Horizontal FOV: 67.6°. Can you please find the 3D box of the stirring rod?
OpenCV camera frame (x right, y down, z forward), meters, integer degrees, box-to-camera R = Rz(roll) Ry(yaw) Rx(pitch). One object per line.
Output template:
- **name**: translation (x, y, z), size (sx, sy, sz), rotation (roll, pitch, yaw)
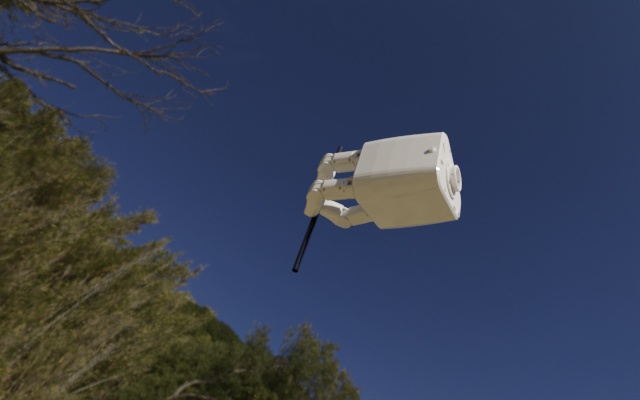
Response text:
- **stirring rod**: translation (0.000, 0.002, 0.666), size (0.011, 0.239, 0.011), rotation (11, -42, 10)
